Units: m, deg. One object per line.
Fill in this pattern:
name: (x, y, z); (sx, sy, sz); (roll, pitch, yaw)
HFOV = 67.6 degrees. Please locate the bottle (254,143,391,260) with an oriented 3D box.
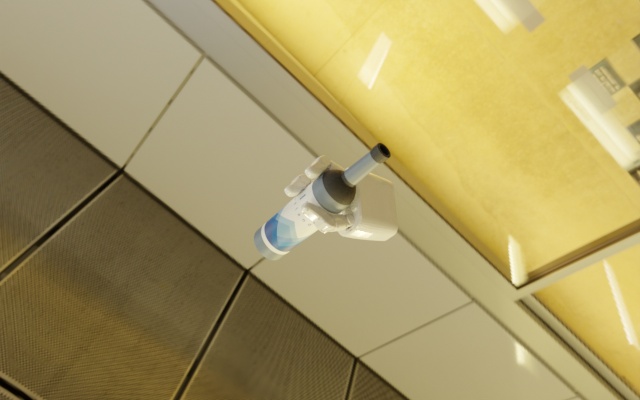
bottle: (0.000, 0.003, 0.783); (0.069, 0.069, 0.296); (0, -31, -48)
